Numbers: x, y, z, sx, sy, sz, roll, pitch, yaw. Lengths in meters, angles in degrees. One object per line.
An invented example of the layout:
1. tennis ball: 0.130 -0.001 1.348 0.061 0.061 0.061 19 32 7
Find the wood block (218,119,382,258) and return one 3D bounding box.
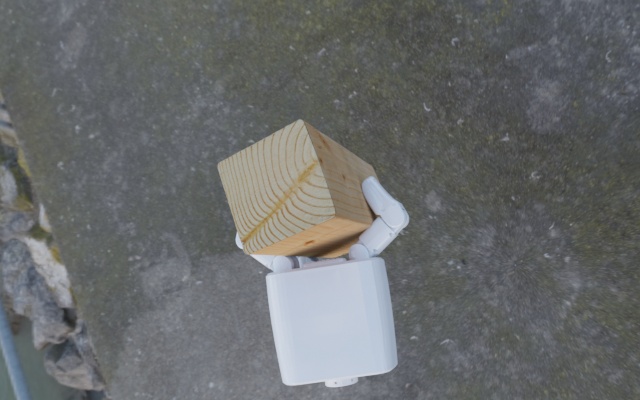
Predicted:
1. wood block: 0.000 0.002 0.489 0.091 0.090 0.206 -24 -15 18
